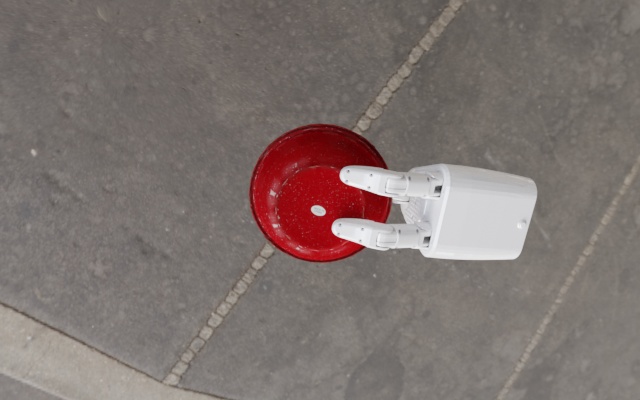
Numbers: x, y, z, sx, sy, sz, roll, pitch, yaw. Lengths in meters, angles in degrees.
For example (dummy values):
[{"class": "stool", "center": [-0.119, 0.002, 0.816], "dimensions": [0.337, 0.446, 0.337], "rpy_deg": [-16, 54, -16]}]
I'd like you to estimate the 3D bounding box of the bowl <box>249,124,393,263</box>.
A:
[{"class": "bowl", "center": [-0.001, 0.002, 0.512], "dimensions": [0.162, 0.162, 0.055], "rpy_deg": [0, 16, 1]}]
